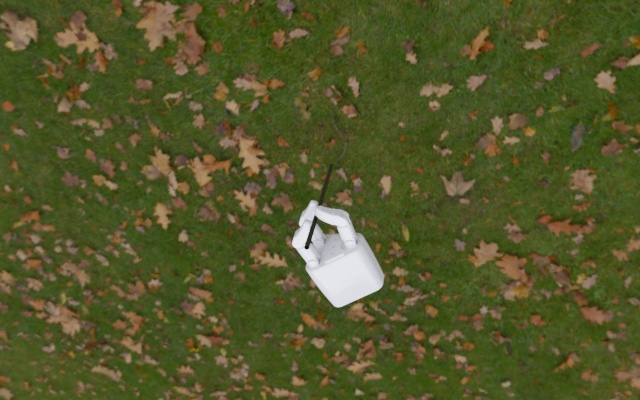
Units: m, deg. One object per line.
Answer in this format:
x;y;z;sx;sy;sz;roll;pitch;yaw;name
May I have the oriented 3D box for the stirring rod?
0.000;0.003;0.849;0.011;0.011;0.239;0;37;13;stirring rod
